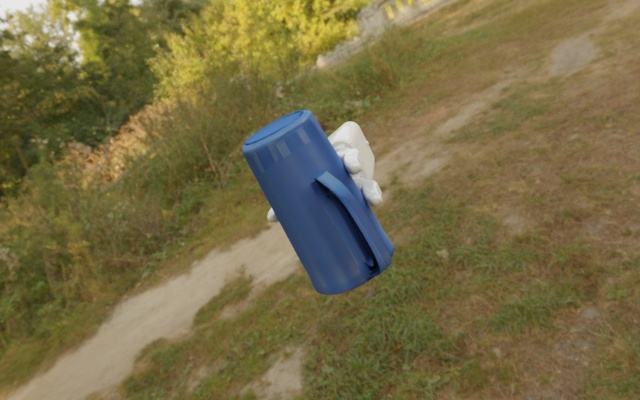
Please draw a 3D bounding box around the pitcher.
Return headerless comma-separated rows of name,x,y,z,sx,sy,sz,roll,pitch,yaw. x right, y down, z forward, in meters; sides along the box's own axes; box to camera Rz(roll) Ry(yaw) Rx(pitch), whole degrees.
pitcher,0.000,0.002,0.664,0.149,0.243,0.145,-22,20,23
